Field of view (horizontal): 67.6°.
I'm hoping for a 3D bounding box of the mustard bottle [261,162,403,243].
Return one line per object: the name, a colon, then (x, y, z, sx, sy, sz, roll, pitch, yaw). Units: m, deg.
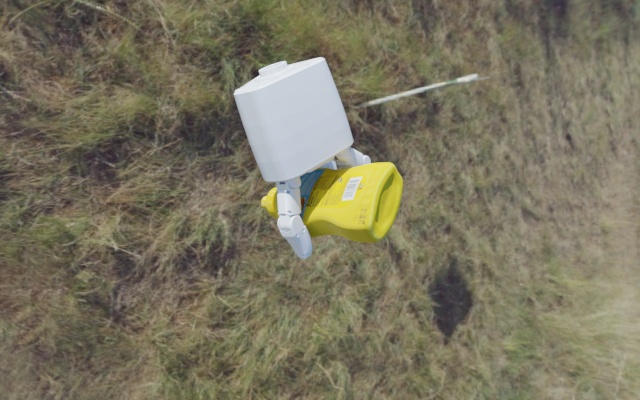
mustard bottle: (0.000, 0.002, 0.589, 0.191, 0.096, 0.058, -1, -36, 38)
